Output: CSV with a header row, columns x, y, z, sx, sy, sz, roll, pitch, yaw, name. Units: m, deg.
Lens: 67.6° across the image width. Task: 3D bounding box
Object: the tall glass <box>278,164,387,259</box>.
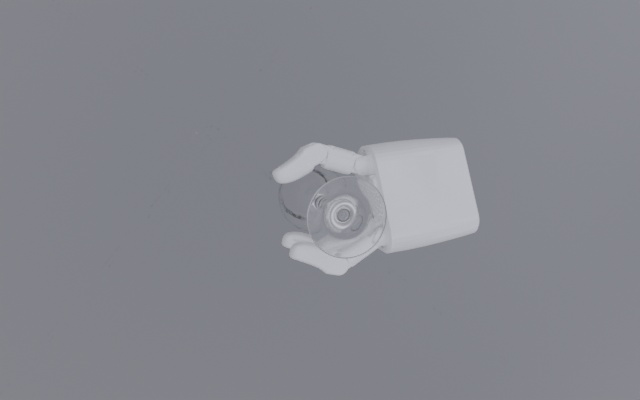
x,y,z,sx,sy,sz,roll,pitch,yaw,name
0.000,0.002,0.516,0.079,0.079,0.201,0,8,-15,tall glass
